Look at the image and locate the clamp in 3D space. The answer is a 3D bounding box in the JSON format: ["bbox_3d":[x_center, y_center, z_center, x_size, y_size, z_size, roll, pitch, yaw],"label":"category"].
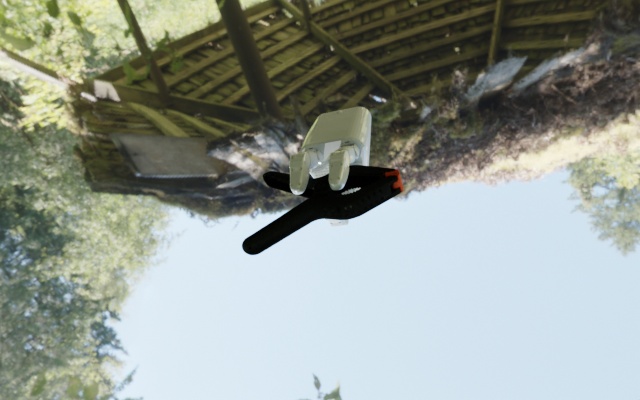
[{"bbox_3d":[0.001,0.002,0.619,0.210,0.036,0.164,-8,38,19],"label":"clamp"}]
